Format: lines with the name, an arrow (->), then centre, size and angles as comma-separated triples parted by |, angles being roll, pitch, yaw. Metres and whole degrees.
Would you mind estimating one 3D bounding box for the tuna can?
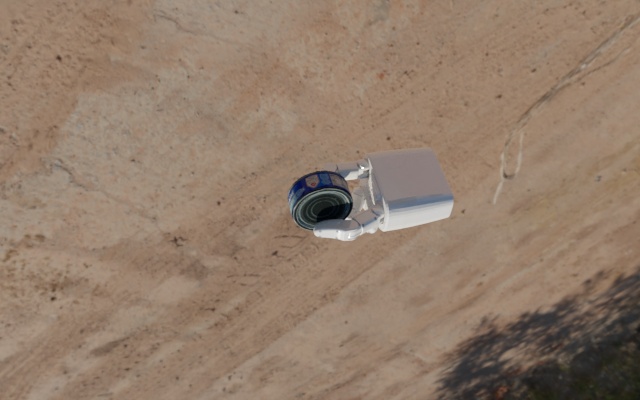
tuna can -> 0.000, 0.003, 0.644 | 0.086, 0.033, 0.086 | -9, -42, -9
